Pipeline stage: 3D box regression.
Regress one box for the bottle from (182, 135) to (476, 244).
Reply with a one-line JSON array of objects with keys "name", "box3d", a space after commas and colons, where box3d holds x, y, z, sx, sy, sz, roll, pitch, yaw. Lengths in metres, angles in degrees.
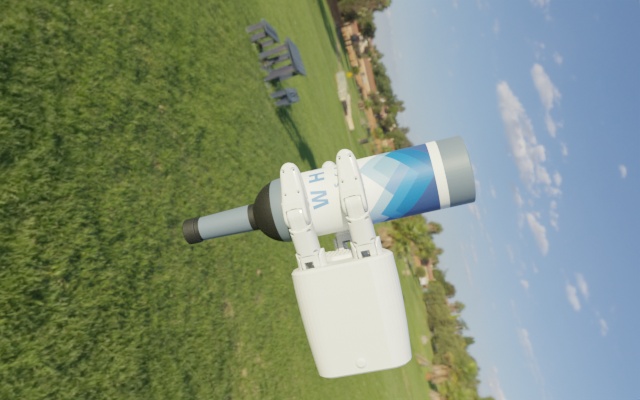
[{"name": "bottle", "box3d": [0.000, 0.001, 0.486, 0.296, 0.069, 0.069, -13, -2, 10]}]
